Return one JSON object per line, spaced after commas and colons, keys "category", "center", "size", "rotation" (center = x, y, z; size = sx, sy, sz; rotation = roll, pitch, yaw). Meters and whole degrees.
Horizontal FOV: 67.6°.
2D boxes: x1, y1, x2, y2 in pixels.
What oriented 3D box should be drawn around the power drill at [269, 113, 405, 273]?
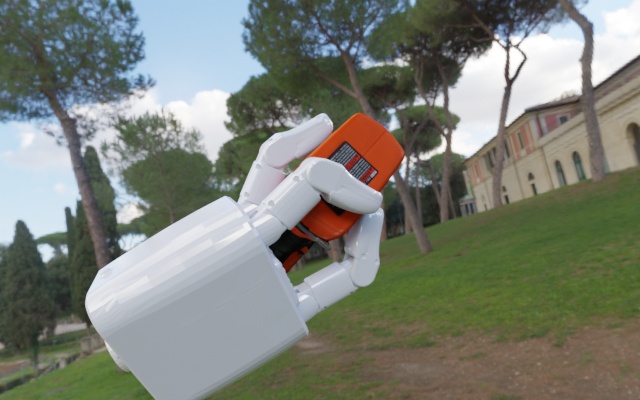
{"category": "power drill", "center": [0.000, 0.001, 0.430], "size": [0.057, 0.184, 0.188], "rotation": [40, -29, 0]}
